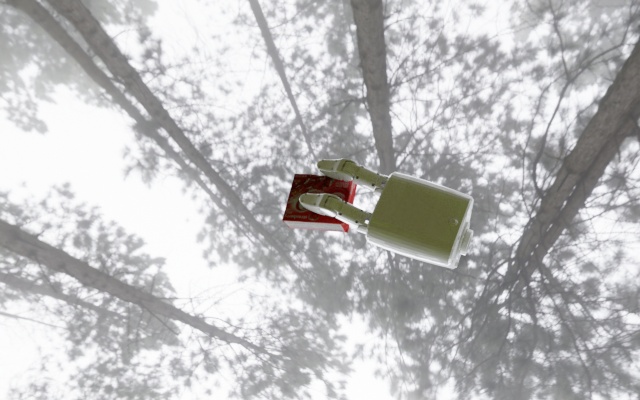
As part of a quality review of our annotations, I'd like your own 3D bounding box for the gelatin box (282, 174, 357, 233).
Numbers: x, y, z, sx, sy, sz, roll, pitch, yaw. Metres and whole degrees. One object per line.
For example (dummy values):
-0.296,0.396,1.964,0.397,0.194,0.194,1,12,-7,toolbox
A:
0.000,0.002,0.645,0.089,0.073,0.030,3,-26,22,gelatin box
